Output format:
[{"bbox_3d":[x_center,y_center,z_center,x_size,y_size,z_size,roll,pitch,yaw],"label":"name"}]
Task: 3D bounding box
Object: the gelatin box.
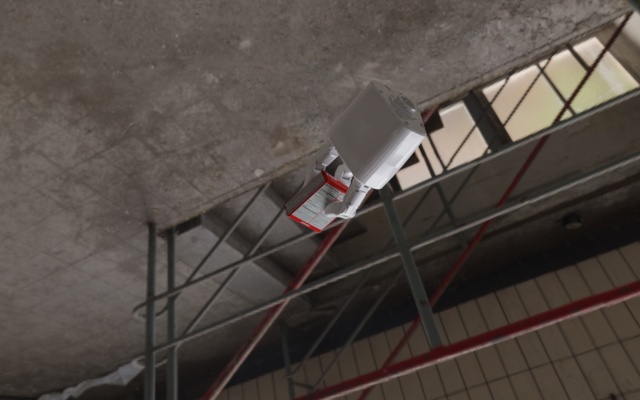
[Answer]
[{"bbox_3d":[0.000,0.003,0.747,0.089,0.030,0.073,-43,-47,19],"label":"gelatin box"}]
